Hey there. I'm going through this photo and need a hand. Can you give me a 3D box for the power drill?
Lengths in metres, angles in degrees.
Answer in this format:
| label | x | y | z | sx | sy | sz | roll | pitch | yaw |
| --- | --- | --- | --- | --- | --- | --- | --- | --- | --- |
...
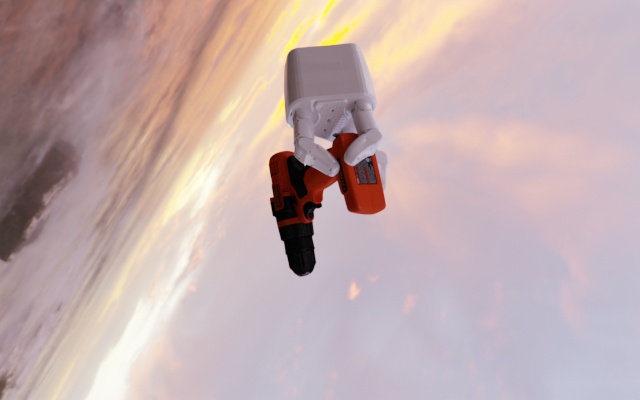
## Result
| label | x | y | z | sx | sy | sz | roll | pitch | yaw |
| --- | --- | --- | --- | --- | --- | --- | --- | --- | --- |
| power drill | 0.000 | 0.002 | 0.642 | 0.057 | 0.184 | 0.188 | -6 | -10 | -41 |
